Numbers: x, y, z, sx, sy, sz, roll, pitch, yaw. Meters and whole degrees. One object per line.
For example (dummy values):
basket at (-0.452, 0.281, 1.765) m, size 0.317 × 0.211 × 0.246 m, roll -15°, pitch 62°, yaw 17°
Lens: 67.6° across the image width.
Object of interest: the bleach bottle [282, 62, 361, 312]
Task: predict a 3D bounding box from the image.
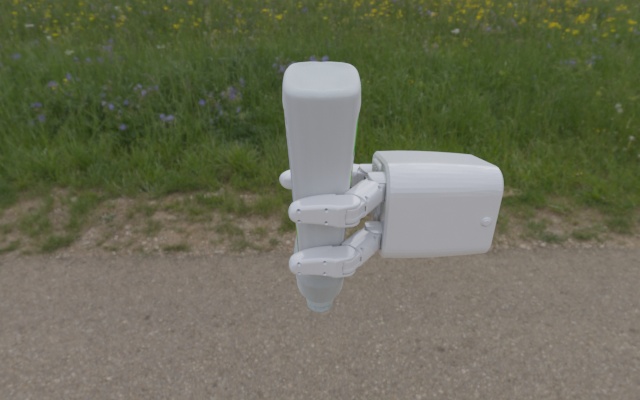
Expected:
bleach bottle at (0.000, 0.002, 0.470) m, size 0.068 × 0.251 × 0.102 m, roll 0°, pitch 31°, yaw 0°
